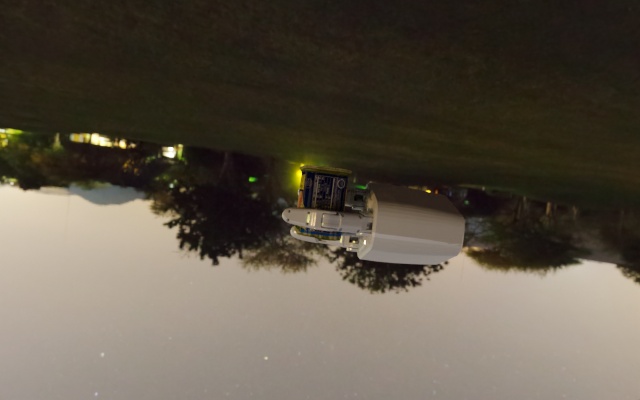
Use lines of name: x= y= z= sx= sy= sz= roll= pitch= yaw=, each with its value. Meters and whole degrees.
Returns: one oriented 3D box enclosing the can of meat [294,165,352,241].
can of meat: x=0.000 y=0.002 z=0.590 sx=0.057 sy=0.084 sz=0.102 roll=7 pitch=1 yaw=-7
